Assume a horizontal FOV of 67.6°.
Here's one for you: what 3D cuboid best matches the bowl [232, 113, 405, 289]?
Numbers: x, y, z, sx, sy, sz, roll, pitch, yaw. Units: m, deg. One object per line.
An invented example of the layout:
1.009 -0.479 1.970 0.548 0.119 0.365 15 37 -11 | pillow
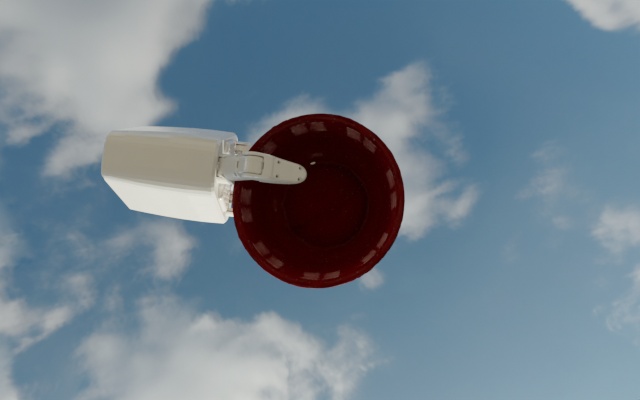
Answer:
0.001 0.002 0.461 0.162 0.162 0.055 0 -6 11 | bowl
